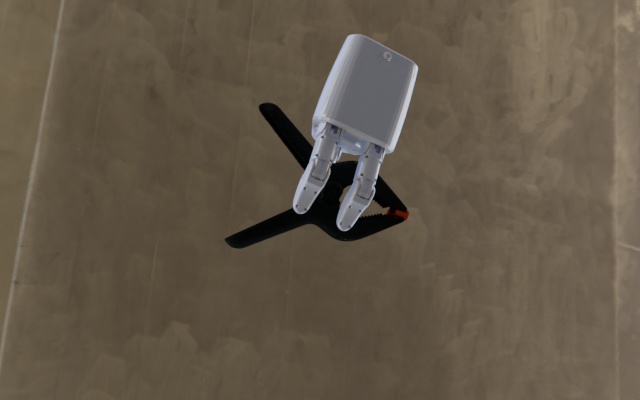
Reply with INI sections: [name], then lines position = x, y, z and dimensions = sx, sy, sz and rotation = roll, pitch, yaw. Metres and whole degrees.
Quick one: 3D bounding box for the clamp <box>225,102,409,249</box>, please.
[clamp]
position = 0.000, 0.002, 0.551
dimensions = 0.210, 0.164, 0.036
rotation = 22, -4, -16
